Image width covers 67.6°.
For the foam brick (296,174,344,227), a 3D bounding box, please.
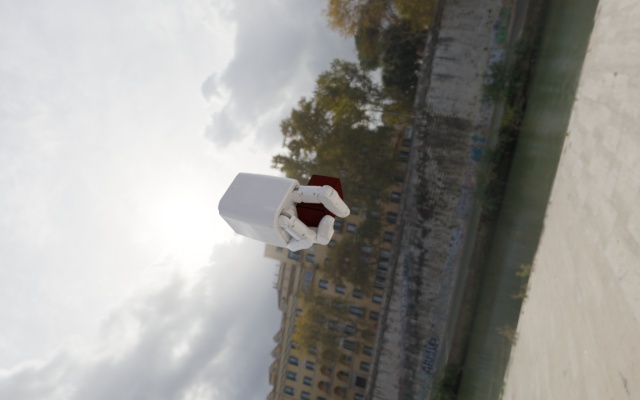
[{"bbox_3d":[0.000,0.002,0.798,0.051,0.078,0.053,10,-41,20],"label":"foam brick"}]
